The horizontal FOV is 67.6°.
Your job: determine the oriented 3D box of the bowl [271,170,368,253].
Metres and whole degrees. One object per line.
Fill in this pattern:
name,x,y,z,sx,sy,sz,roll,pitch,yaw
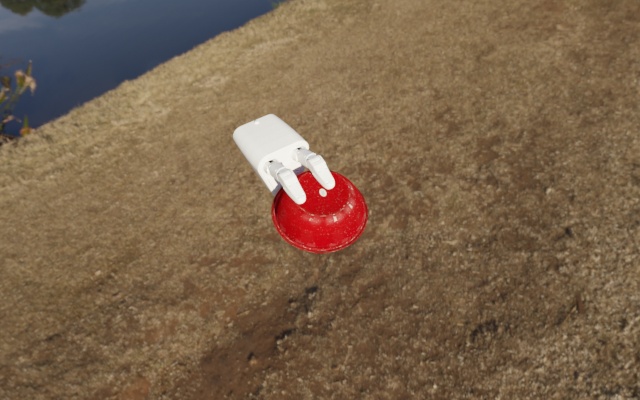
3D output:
bowl,0.001,0.003,0.774,0.162,0.162,0.055,0,-35,-3
